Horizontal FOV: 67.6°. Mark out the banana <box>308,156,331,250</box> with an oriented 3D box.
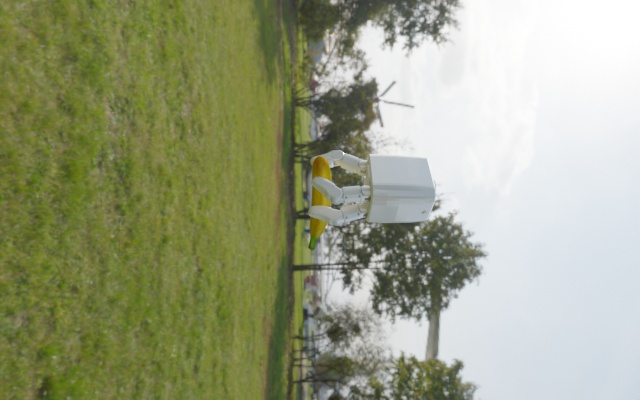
[{"bbox_3d":[0.001,-0.005,0.862,0.037,0.198,0.069,4,34,1],"label":"banana"}]
